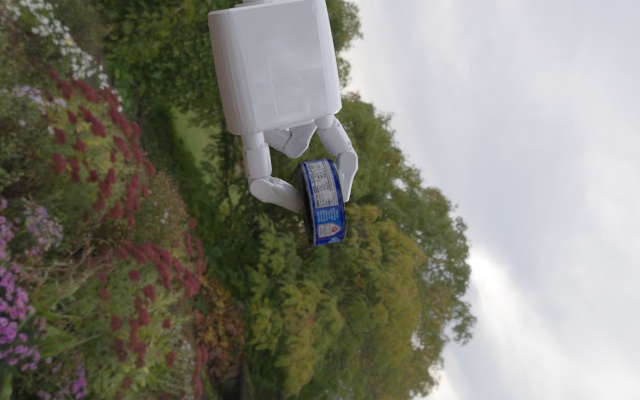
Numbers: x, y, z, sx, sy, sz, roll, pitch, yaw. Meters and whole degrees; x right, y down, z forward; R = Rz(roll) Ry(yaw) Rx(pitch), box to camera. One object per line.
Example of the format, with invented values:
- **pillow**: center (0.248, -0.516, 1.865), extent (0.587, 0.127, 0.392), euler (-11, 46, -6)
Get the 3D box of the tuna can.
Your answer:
- **tuna can**: center (0.001, 0.002, 0.481), extent (0.034, 0.086, 0.086), euler (-9, 1, -8)
